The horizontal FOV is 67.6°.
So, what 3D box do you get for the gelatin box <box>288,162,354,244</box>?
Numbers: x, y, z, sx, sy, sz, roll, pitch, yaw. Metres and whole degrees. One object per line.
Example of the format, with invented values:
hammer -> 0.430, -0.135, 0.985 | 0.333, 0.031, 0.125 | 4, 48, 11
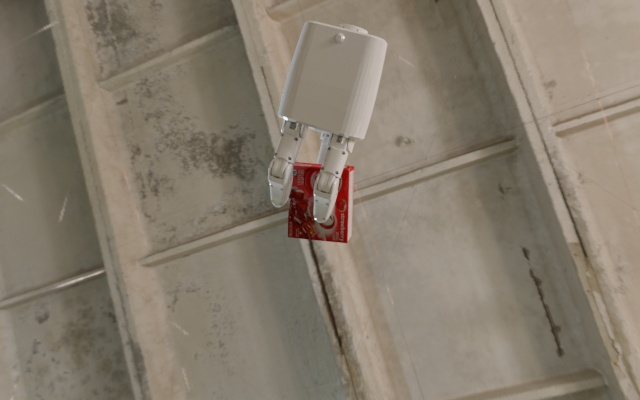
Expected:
gelatin box -> 0.000, 0.002, 0.558 | 0.073, 0.089, 0.030 | 5, 13, 14
